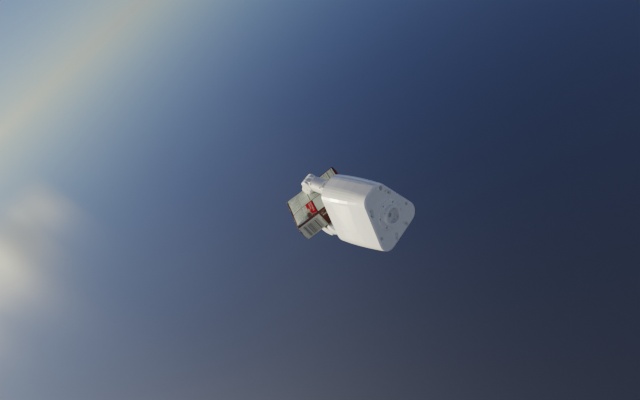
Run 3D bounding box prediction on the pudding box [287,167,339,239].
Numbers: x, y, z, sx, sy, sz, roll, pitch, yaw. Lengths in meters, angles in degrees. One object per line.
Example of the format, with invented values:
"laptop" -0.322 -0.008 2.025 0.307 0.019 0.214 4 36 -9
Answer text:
"pudding box" 0.000 0.003 0.860 0.113 0.039 0.090 -37 34 6
